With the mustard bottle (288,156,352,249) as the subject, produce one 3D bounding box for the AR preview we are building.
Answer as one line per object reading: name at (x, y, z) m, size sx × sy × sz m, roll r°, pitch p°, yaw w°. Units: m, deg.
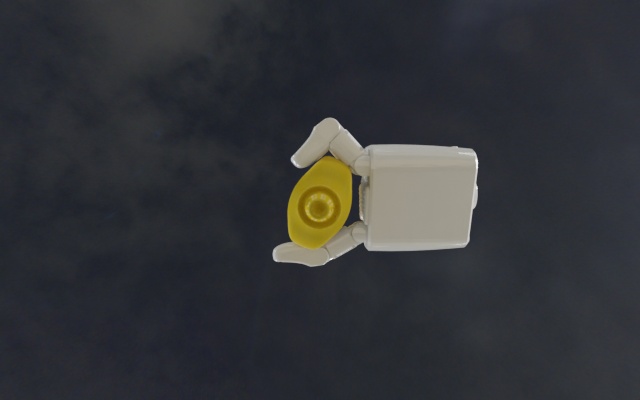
mustard bottle at (0.000, 0.002, 0.503) m, size 0.058 × 0.096 × 0.191 m, roll 25°, pitch 4°, yaw -2°
